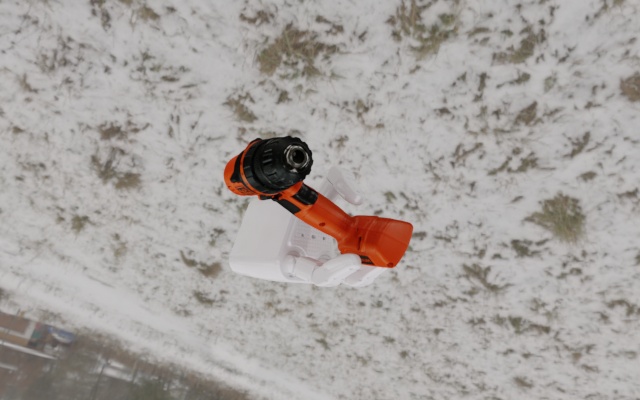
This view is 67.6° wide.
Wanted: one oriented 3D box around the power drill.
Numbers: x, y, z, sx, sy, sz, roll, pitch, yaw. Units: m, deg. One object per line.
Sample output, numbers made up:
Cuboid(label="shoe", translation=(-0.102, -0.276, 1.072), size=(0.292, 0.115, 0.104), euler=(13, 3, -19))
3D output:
Cuboid(label="power drill", translation=(0.000, 0.002, 0.482), size=(0.188, 0.057, 0.184), euler=(33, -13, -19))
